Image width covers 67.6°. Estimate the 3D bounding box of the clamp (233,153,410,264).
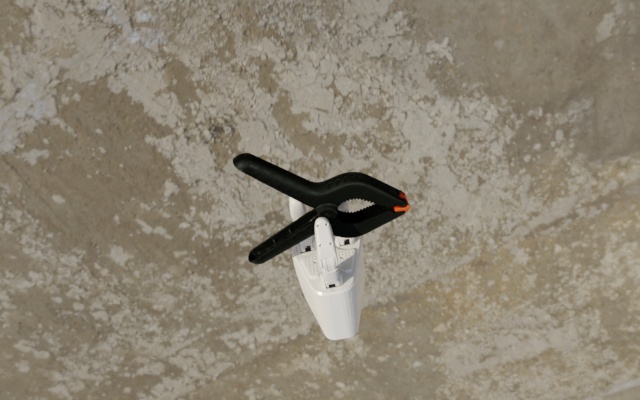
[{"bbox_3d":[0.001,0.002,0.569,0.210,0.165,0.036,-9,41,1],"label":"clamp"}]
